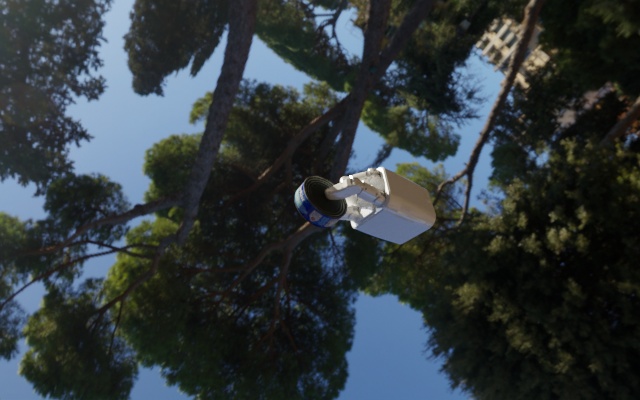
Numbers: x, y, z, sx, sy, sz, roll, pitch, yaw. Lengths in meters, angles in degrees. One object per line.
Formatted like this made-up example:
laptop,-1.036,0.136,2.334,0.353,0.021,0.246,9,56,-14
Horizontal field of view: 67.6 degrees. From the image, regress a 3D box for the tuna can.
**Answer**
tuna can,0.000,0.003,0.785,0.086,0.086,0.034,0,-37,-44
